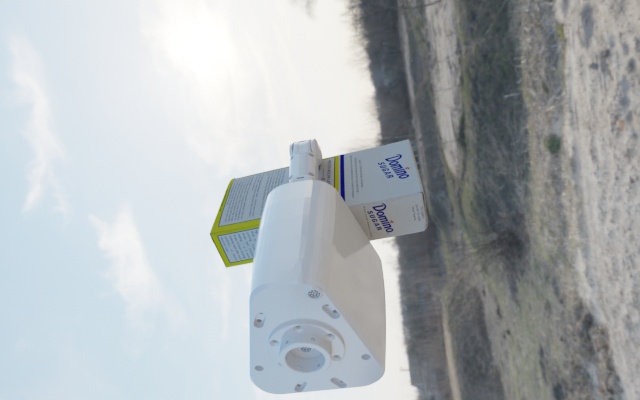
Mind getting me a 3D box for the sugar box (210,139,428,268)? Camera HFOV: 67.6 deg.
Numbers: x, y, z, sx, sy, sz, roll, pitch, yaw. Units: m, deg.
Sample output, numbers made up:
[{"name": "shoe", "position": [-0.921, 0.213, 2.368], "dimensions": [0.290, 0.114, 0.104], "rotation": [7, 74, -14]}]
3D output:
[{"name": "sugar box", "position": [0.000, 0.002, 0.422], "dimensions": [0.176, 0.048, 0.093], "rotation": [-9, 33, 9]}]
